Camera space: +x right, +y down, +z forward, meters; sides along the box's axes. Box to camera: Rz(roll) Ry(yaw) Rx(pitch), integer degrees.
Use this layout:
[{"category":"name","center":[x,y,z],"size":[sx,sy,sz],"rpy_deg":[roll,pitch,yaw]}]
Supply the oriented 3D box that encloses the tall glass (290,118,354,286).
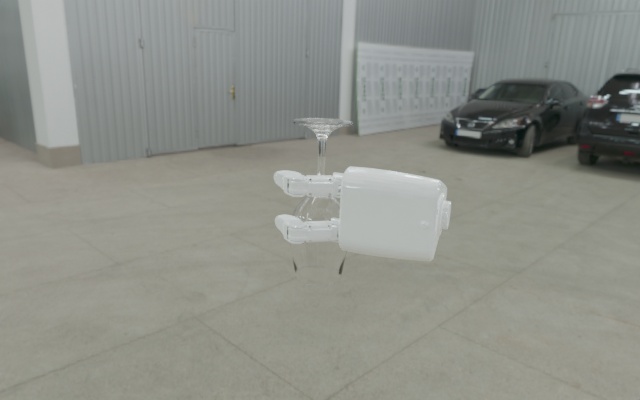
[{"category":"tall glass","center":[0.000,0.001,0.595],"size":[0.079,0.201,0.079],"rpy_deg":[2,16,-1]}]
